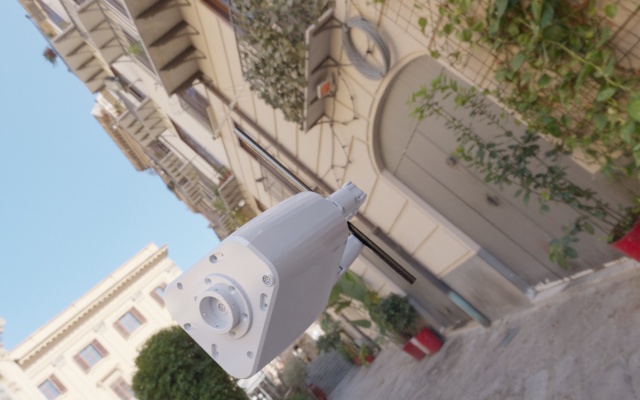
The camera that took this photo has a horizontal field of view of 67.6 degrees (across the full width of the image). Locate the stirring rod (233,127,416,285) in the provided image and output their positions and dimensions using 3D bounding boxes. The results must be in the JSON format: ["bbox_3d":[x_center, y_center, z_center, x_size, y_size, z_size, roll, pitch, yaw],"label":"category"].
[{"bbox_3d":[0.000,0.002,0.481,0.239,0.011,0.011,41,9,11],"label":"stirring rod"}]
